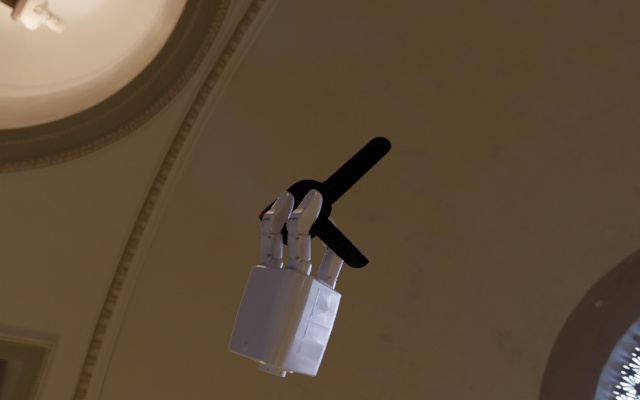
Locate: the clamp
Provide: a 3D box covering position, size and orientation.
[{"bbox_3d":[0.000,0.003,0.608,0.036,0.164,0.210,34,-24,-35],"label":"clamp"}]
